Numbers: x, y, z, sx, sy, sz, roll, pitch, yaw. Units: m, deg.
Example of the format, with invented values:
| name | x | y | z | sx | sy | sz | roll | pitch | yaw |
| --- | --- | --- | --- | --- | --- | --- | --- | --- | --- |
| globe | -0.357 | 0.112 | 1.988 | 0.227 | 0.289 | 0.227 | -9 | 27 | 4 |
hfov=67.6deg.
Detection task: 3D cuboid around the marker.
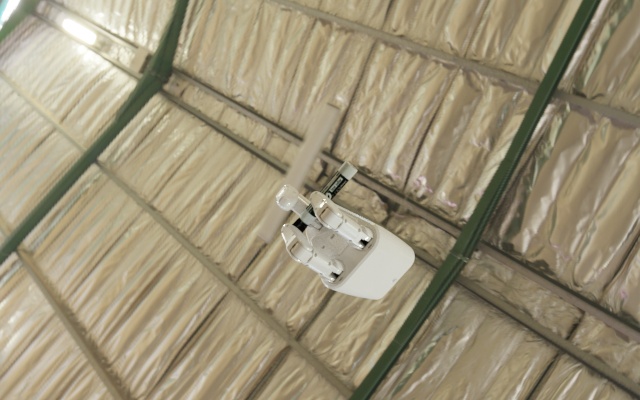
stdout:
| name | x | y | z | sx | sy | sz | roll | pitch | yaw |
| --- | --- | --- | --- | --- | --- | --- | --- | --- | --- |
| marker | 0.000 | 0.002 | 0.599 | 0.020 | 0.121 | 0.020 | 39 | 11 | -9 |
